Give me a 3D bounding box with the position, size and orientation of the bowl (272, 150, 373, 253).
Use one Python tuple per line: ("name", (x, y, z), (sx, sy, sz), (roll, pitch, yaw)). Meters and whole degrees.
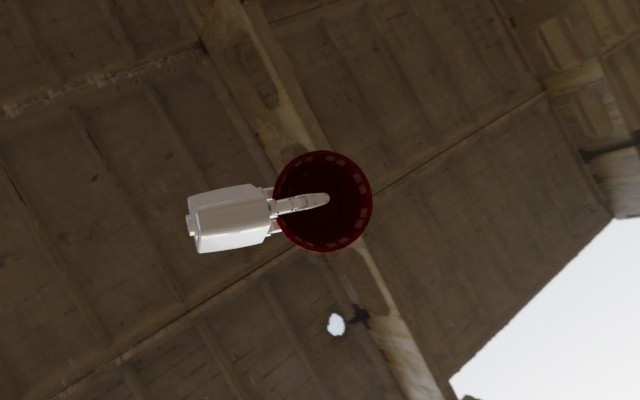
("bowl", (0.001, 0.003, 0.775), (0.162, 0.162, 0.055), (0, -3, -11))
